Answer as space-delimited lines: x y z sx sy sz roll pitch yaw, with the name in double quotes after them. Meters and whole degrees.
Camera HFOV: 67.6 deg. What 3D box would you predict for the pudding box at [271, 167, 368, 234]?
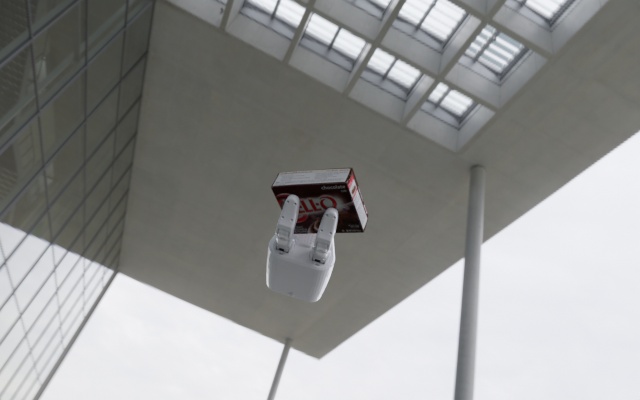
0.000 0.002 0.653 0.113 0.090 0.039 -4 41 22 "pudding box"
